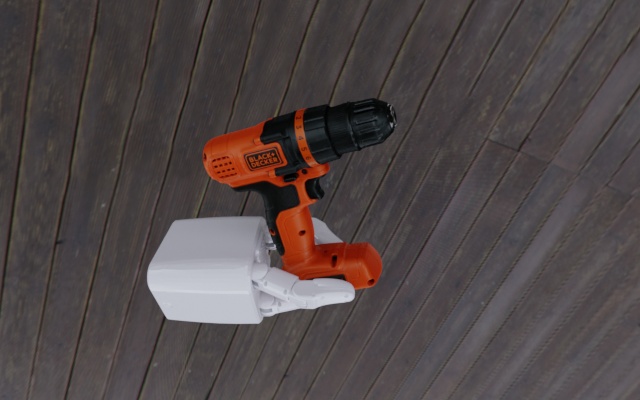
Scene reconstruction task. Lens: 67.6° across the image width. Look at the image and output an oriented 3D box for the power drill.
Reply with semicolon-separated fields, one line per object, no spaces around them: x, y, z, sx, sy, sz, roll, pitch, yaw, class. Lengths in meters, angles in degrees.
0.000;0.002;0.464;0.184;0.188;0.057;-10;27;20;power drill
